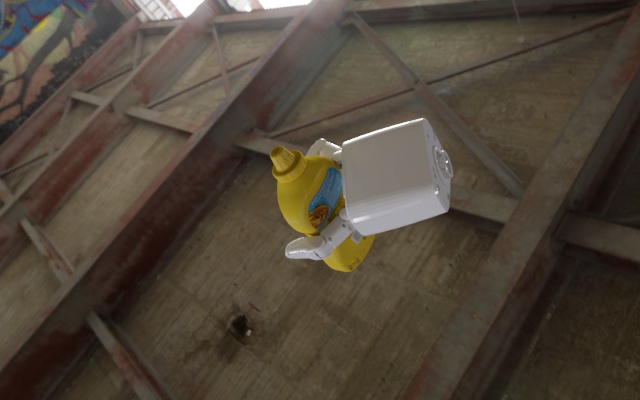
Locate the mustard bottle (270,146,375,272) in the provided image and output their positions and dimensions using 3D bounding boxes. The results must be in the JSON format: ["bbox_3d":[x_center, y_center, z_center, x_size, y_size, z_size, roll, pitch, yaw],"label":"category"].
[{"bbox_3d":[0.000,0.002,0.590,0.058,0.096,0.192,6,-32,42],"label":"mustard bottle"}]
